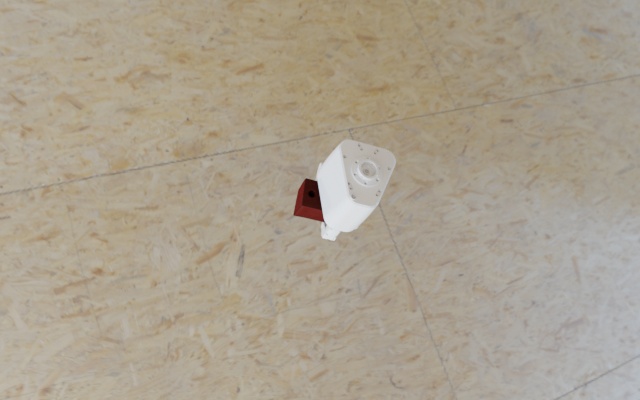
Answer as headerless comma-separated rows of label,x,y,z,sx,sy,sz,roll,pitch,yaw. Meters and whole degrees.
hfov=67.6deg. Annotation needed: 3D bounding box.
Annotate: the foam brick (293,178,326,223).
foam brick,0.000,0.003,0.814,0.078,0.053,0.051,13,-25,-12
